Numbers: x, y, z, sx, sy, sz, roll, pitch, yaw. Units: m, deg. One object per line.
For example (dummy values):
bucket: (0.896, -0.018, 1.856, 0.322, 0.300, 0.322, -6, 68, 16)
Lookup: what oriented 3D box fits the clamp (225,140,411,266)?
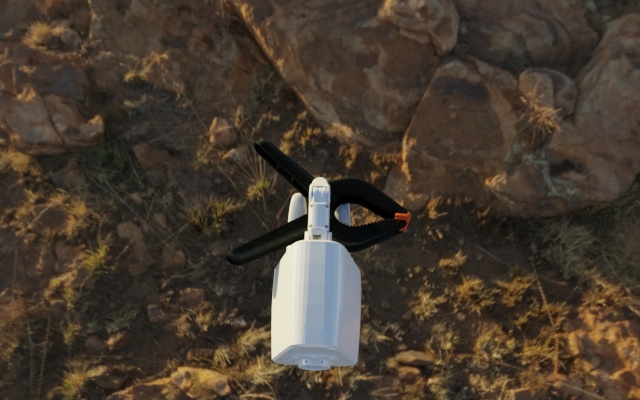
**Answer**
clamp: (0.001, 0.002, 0.569, 0.210, 0.164, 0.036, 2, -25, 0)
